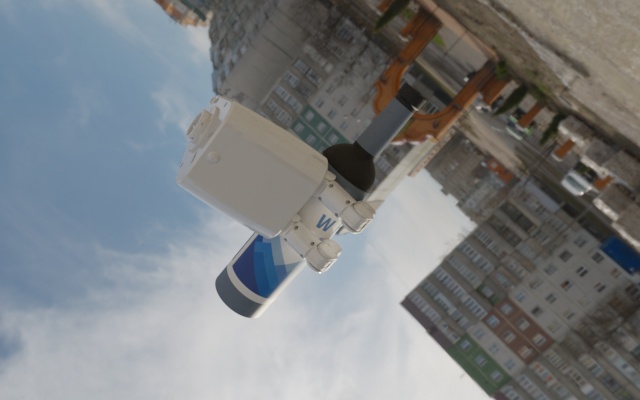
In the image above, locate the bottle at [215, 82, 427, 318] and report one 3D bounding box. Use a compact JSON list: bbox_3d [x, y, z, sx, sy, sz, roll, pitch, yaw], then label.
[{"bbox_3d":[0.000,0.002,0.501,0.069,0.296,0.069,37,17,-13],"label":"bottle"}]
